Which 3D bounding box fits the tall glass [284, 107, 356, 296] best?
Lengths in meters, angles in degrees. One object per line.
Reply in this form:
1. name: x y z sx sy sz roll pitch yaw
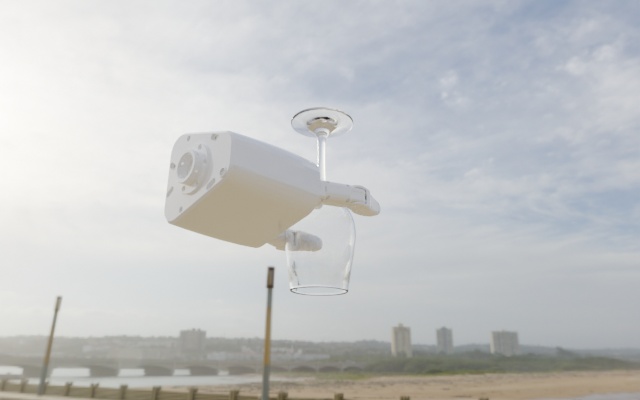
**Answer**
1. tall glass: 0.000 0.001 0.534 0.079 0.201 0.079 1 -19 0
